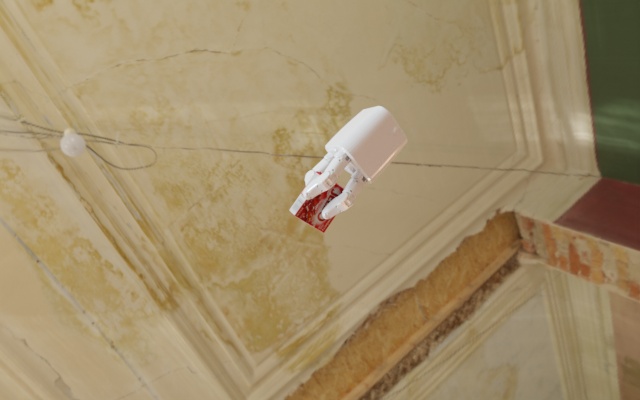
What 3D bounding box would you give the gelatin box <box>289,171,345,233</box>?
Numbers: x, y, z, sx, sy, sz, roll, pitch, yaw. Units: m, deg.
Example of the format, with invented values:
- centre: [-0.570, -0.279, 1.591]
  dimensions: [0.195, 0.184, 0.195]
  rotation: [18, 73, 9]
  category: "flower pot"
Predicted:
- centre: [0.000, 0.003, 0.850]
  dimensions: [0.073, 0.089, 0.030]
  rotation: [32, 5, -33]
  category: "gelatin box"
